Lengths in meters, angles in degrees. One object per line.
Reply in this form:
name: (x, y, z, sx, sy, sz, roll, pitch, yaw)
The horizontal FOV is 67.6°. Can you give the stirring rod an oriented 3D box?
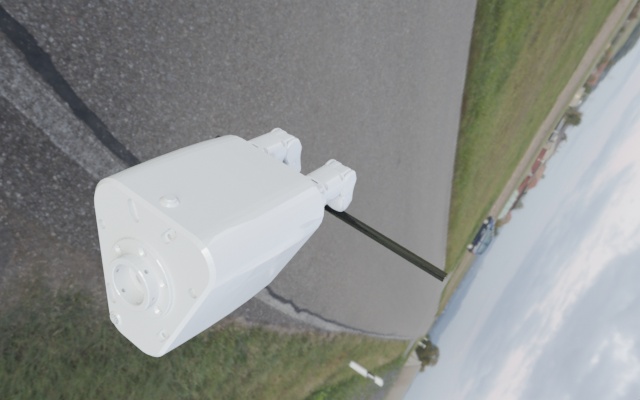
stirring rod: (0.000, 0.001, 0.412, 0.239, 0.011, 0.011, 31, 11, 18)
